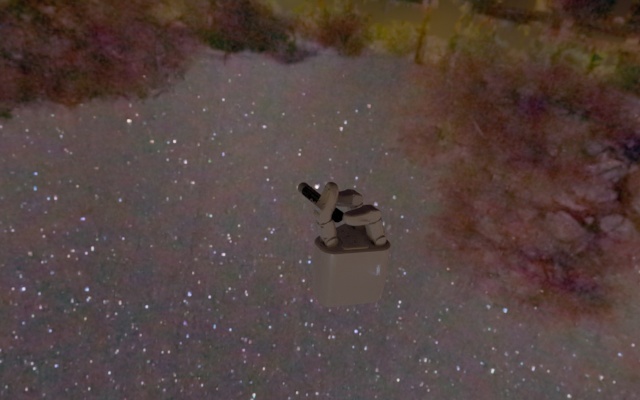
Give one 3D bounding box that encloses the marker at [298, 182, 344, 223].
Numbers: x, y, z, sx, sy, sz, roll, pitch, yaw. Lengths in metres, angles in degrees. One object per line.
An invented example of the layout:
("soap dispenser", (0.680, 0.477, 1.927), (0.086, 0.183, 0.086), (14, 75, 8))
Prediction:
("marker", (0.000, 0.002, 0.737), (0.020, 0.020, 0.121), (0, 23, -32))
